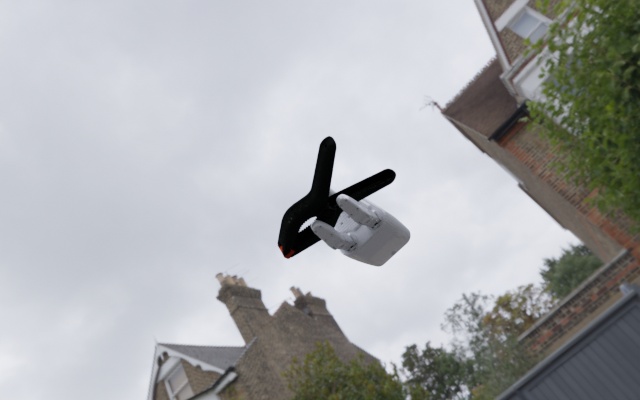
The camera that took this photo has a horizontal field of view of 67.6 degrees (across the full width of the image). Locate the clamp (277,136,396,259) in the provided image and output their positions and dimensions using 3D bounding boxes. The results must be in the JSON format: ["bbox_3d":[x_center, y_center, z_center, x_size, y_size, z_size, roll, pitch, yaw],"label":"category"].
[{"bbox_3d":[0.000,0.002,0.709,0.165,0.210,0.036,31,19,-48],"label":"clamp"}]
